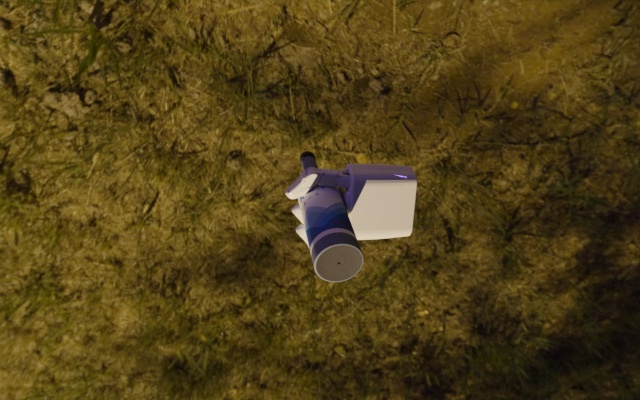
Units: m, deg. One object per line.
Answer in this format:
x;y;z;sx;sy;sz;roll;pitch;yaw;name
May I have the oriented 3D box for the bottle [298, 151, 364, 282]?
0.000;0.003;0.744;0.069;0.069;0.295;0;33;-11;bottle
